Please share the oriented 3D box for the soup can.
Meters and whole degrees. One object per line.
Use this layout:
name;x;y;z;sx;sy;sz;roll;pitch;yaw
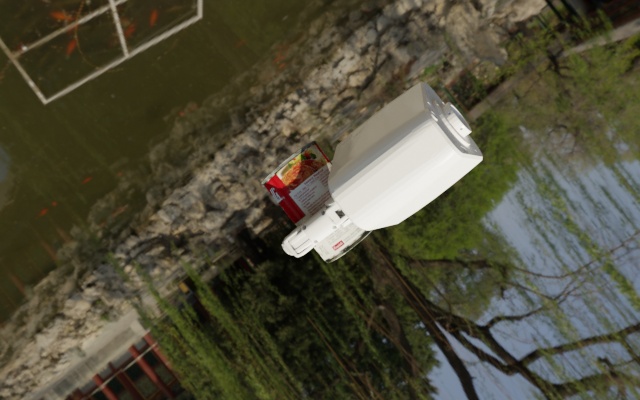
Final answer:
soup can;0.000;0.002;0.471;0.068;0.102;0.068;-39;1;1
